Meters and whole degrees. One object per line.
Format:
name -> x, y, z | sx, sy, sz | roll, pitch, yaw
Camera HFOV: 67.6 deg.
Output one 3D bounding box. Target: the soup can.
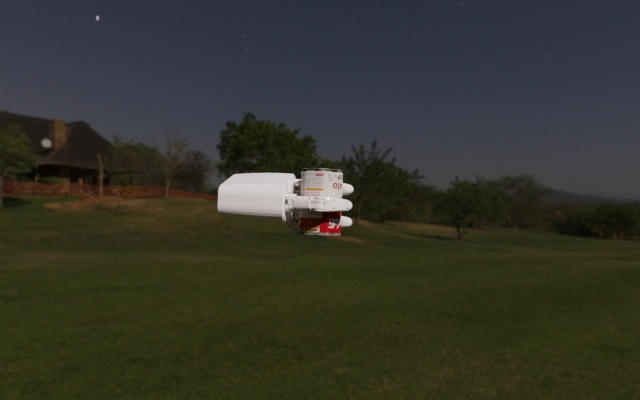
soup can -> 0.001, 0.002, 0.757 | 0.068, 0.102, 0.068 | 3, -1, 0
